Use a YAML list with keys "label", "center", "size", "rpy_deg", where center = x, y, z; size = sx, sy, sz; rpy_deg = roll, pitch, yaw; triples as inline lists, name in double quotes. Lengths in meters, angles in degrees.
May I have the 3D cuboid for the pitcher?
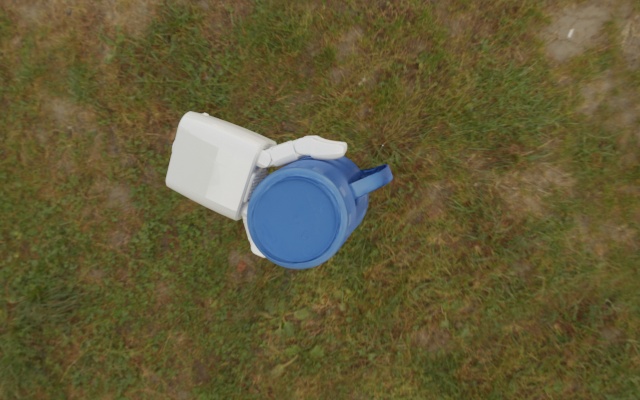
- label: "pitcher"
  center: [0.000, 0.002, 0.602]
  size: [0.145, 0.149, 0.243]
  rpy_deg: [24, 9, 4]
